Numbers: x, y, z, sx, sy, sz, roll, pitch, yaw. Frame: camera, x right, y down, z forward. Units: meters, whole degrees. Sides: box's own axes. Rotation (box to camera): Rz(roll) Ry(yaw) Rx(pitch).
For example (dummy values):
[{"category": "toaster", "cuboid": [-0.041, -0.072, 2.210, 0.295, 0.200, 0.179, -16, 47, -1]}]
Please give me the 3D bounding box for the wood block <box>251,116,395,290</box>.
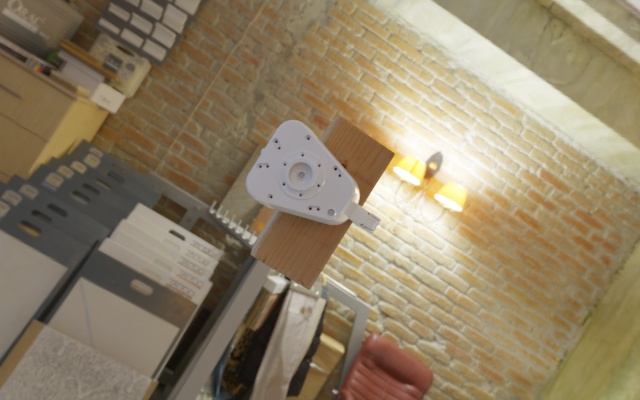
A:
[{"category": "wood block", "cuboid": [0.000, 0.002, 0.642, 0.091, 0.206, 0.090, 33, 0, -7]}]
